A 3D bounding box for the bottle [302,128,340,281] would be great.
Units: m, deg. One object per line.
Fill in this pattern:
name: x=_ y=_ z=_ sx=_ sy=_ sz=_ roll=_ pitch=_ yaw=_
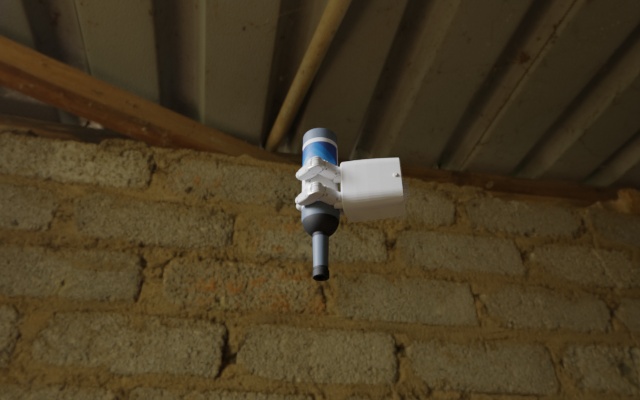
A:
bottle: x=0.000 y=0.003 z=0.853 sx=0.069 sy=0.295 sz=0.069 roll=0 pitch=-33 yaw=0
